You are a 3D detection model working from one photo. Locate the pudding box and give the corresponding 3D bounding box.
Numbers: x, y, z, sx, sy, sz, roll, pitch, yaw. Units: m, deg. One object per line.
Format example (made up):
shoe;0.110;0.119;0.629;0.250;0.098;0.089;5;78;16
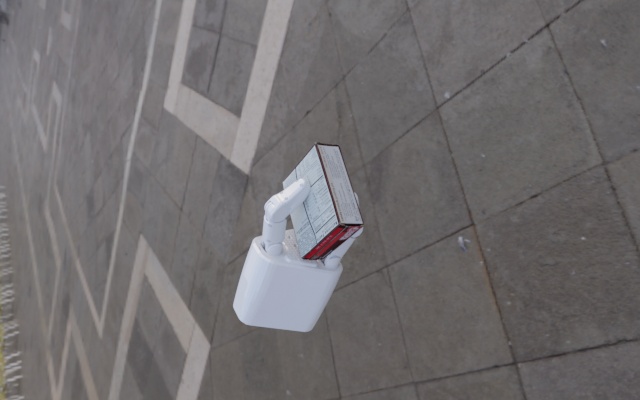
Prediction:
pudding box;0.000;0.002;0.565;0.039;0.113;0.090;2;-31;-35
